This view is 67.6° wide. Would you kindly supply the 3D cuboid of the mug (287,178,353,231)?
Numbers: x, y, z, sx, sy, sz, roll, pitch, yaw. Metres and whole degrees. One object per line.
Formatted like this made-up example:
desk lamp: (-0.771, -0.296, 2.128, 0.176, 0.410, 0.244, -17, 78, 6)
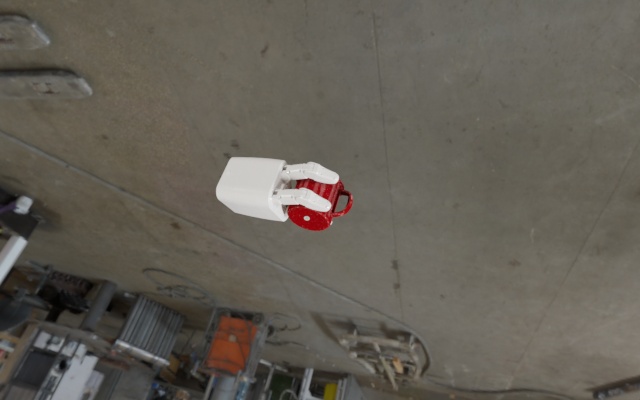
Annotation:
mug: (0.001, 0.003, 0.857, 0.117, 0.081, 0.093, 7, -33, 18)
